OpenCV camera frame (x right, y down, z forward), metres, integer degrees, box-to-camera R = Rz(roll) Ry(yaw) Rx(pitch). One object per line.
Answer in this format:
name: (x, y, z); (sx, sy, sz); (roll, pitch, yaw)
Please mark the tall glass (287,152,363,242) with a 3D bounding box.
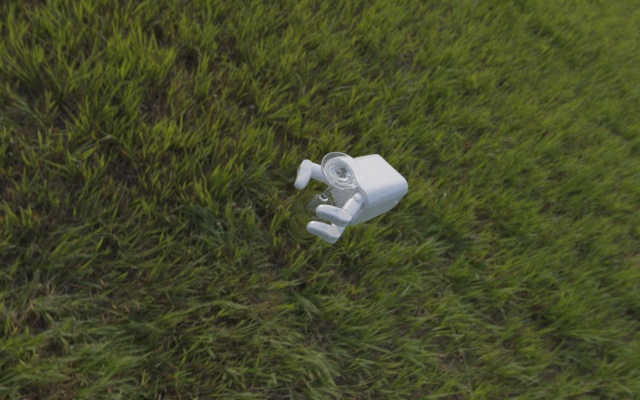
tall glass: (0.000, 0.002, 0.849); (0.079, 0.079, 0.201); (0, -31, -25)
